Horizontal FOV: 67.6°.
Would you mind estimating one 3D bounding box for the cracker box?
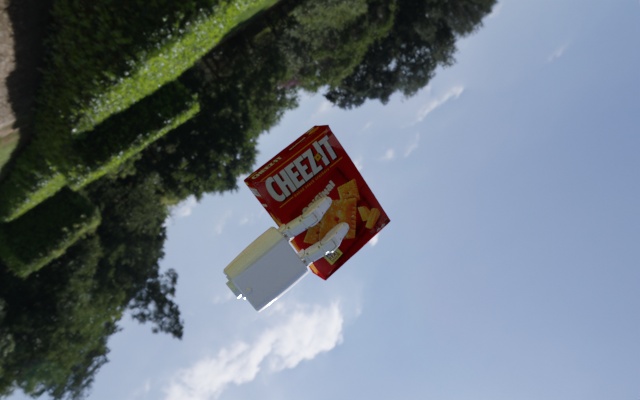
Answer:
[{"bbox_3d":[0.000,0.003,0.822,0.164,0.214,0.072,-40,19,-14],"label":"cracker box"}]
